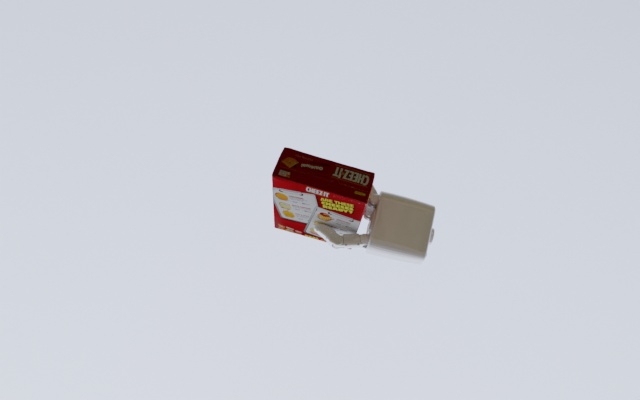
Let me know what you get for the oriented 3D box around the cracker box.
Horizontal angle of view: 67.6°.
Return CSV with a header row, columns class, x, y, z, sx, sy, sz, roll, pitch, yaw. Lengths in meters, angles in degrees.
class,x,y,z,sx,sy,sz,roll,pitch,yaw
cracker box,0.000,0.003,0.876,0.164,0.072,0.214,16,-27,4
